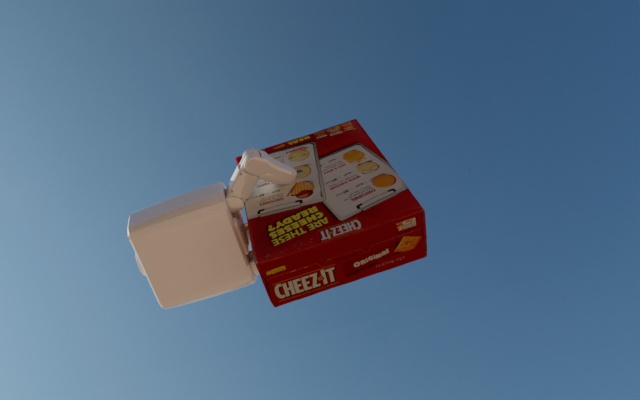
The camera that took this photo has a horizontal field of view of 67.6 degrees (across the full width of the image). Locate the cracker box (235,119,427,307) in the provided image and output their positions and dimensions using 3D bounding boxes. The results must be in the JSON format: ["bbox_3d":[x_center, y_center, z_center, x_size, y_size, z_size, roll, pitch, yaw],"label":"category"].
[{"bbox_3d":[0.000,0.002,0.534,0.164,0.072,0.213,-18,36,-4],"label":"cracker box"}]
